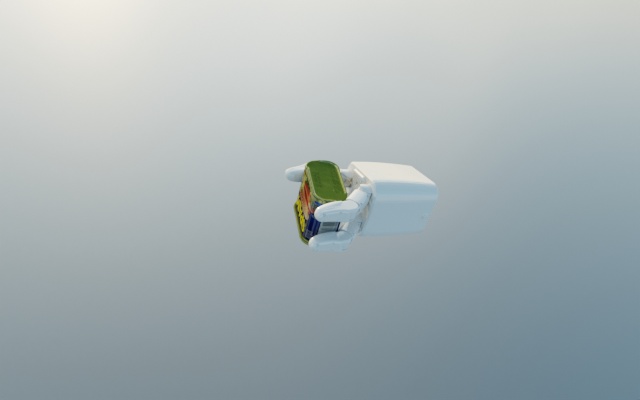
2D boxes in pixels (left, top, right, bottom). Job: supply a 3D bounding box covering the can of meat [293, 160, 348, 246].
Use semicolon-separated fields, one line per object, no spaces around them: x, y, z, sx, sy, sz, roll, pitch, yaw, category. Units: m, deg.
0.000;0.002;0.693;0.057;0.084;0.102;3;40;-16;can of meat
